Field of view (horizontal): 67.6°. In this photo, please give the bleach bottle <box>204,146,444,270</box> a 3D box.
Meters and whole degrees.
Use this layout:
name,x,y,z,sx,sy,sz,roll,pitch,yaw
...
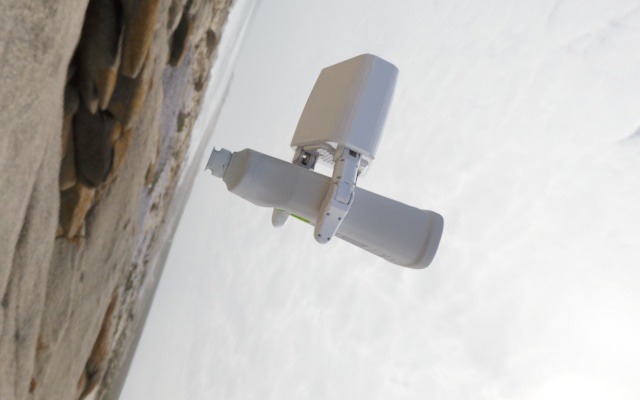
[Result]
name,x,y,z,sx,sy,sz,roll,pitch,yaw
bleach bottle,0.000,0.002,0.516,0.251,0.068,0.102,22,-9,-15
